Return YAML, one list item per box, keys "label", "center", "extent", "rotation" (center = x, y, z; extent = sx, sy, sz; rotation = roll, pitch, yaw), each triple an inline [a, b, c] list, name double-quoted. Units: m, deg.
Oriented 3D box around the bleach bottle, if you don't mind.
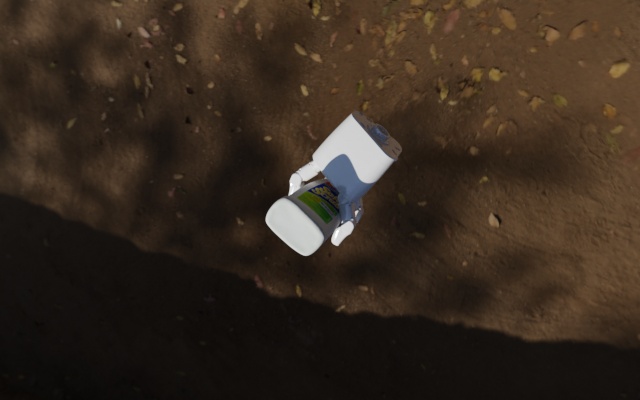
- label: "bleach bottle"
  center: [0.000, 0.003, 0.854]
  extent: [0.068, 0.102, 0.250]
  rotation: [-47, 0, 27]
